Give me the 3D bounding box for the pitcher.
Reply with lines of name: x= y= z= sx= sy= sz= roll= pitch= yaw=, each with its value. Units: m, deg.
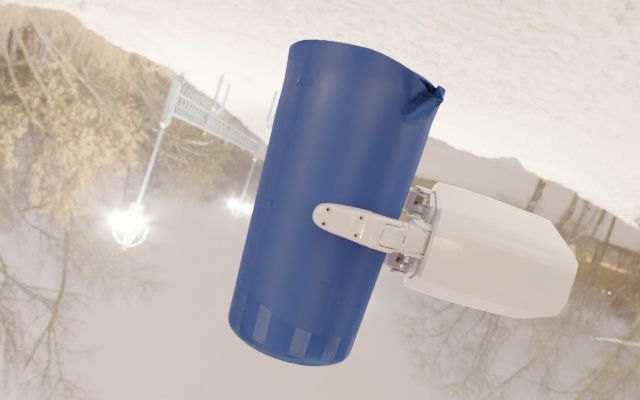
pitcher: x=0.000 y=0.001 z=0.408 sx=0.145 sy=0.243 sz=0.149 roll=17 pitch=2 yaw=6
